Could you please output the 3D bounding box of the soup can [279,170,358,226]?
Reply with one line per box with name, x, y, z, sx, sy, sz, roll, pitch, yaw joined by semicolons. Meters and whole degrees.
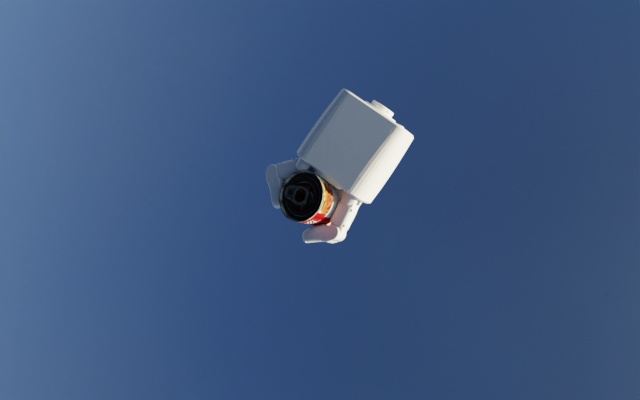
soup can;0.000;0.003;0.652;0.068;0.068;0.102;0;-9;31
